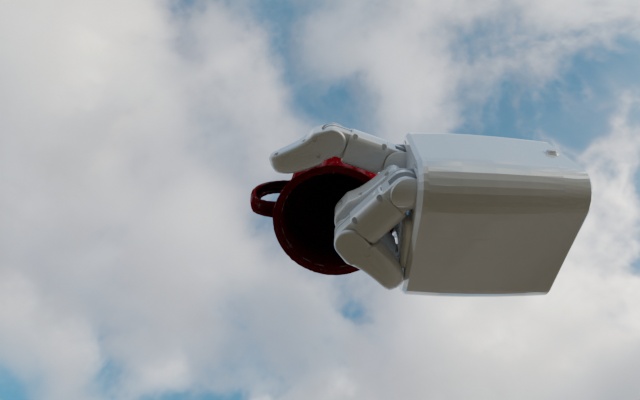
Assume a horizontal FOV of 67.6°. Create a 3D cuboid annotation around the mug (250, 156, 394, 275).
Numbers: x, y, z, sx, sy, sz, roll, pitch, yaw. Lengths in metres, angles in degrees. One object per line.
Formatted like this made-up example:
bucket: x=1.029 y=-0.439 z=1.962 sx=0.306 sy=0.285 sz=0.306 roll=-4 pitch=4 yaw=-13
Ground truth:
mug: x=-0.001 y=0.001 z=0.402 sx=0.117 sy=0.093 sz=0.081 roll=3 pitch=24 yaw=3
